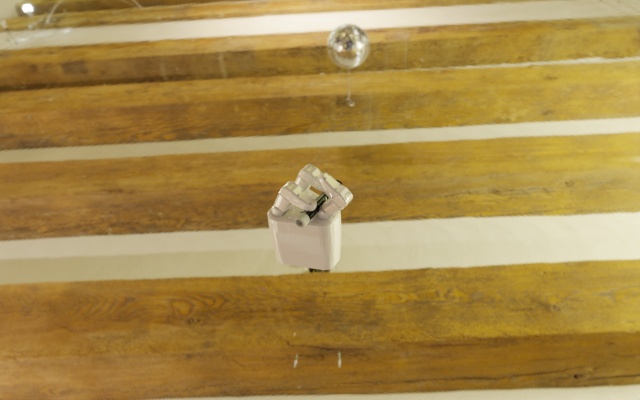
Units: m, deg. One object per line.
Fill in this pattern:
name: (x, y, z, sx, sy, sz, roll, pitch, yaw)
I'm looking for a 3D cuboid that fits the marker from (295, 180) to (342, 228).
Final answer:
marker: (0.000, 0.002, 0.759, 0.020, 0.020, 0.121, 0, 32, 39)
